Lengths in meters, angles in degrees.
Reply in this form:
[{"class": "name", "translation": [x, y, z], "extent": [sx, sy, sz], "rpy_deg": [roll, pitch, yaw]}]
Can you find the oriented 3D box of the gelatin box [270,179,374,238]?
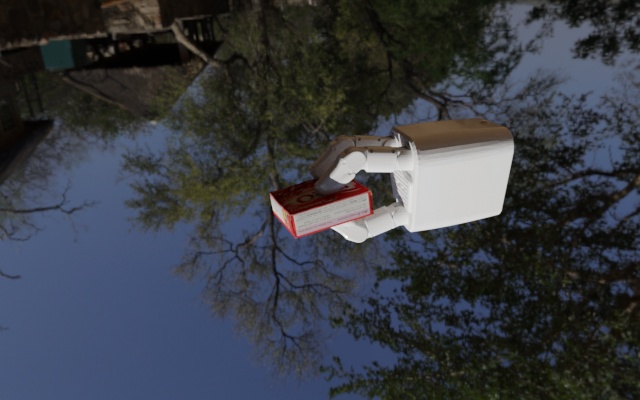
[{"class": "gelatin box", "translation": [0.000, 0.002, 0.498], "extent": [0.089, 0.030, 0.073], "rpy_deg": [-17, 24, -16]}]
